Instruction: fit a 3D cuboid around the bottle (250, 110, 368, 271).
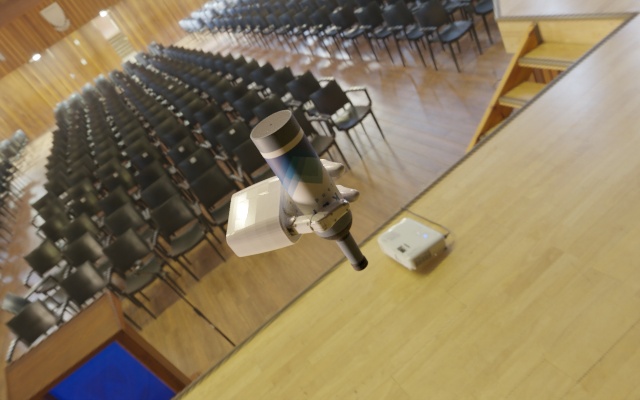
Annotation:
[{"bbox_3d":[0.000,0.002,0.729,0.069,0.296,0.069,-23,32,15],"label":"bottle"}]
